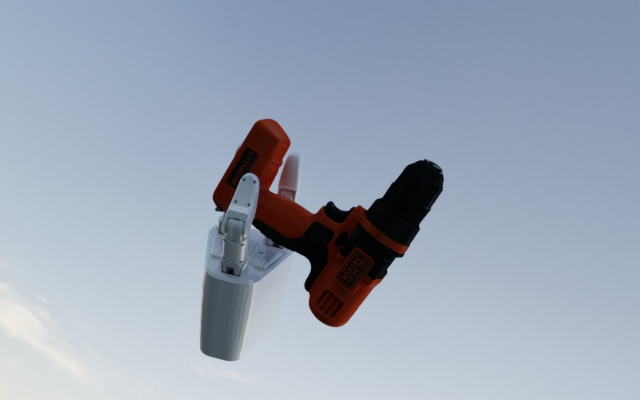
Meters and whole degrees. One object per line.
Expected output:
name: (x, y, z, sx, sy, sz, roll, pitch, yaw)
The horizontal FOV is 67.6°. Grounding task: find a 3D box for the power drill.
power drill: (0.000, 0.001, 0.463, 0.187, 0.184, 0.057, 38, 12, 16)
